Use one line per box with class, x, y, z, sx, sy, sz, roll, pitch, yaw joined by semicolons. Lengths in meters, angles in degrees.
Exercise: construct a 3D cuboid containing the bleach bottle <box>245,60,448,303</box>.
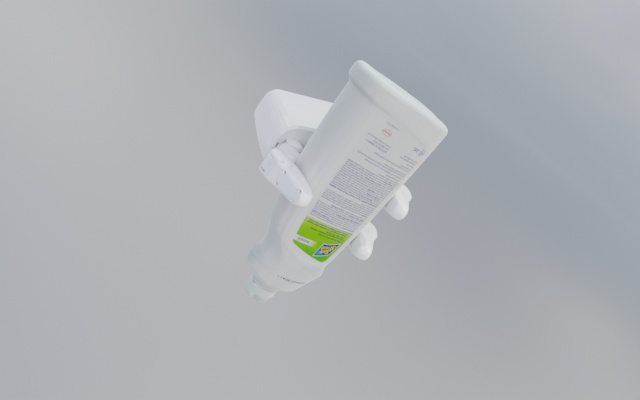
bleach bottle;0.000;0.002;0.453;0.102;0.251;0.068;26;24;-31
